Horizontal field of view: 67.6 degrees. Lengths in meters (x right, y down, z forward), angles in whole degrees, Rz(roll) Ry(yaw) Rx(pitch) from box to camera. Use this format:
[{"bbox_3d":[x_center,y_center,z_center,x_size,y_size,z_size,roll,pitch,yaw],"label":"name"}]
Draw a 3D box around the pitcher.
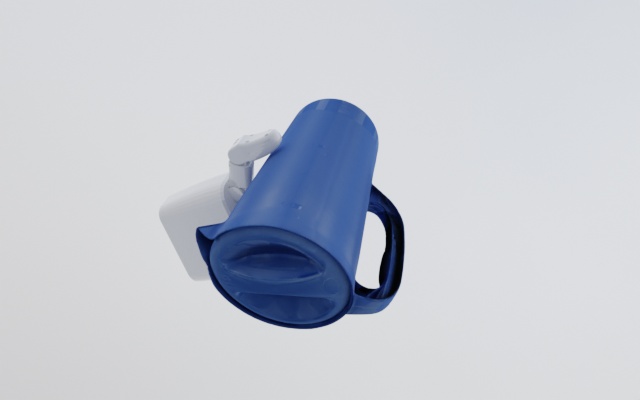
[{"bbox_3d":[0.000,0.002,0.491,0.145,0.149,0.242,-16,33,30],"label":"pitcher"}]
